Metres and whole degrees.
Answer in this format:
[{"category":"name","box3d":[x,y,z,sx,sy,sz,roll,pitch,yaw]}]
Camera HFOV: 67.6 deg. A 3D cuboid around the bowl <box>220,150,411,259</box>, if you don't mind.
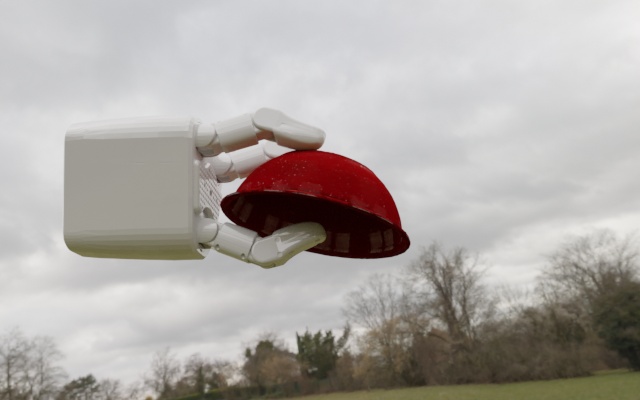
[{"category":"bowl","box3d":[0.001,0.001,0.411,0.162,0.055,0.162,11,-20,4]}]
